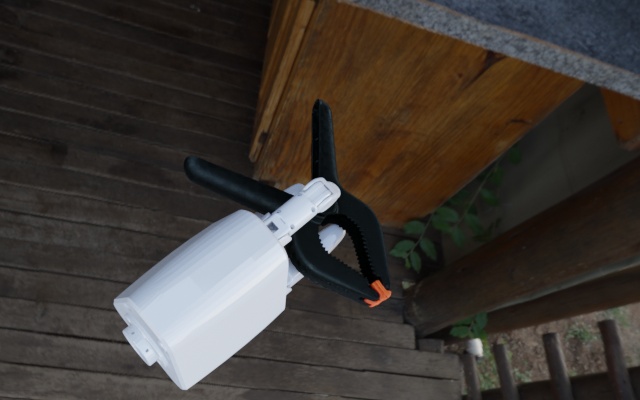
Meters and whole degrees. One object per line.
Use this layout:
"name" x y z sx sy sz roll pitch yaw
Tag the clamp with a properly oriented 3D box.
"clamp" 0.001 0.002 0.448 0.164 0.210 0.036 -38 -9 -29
